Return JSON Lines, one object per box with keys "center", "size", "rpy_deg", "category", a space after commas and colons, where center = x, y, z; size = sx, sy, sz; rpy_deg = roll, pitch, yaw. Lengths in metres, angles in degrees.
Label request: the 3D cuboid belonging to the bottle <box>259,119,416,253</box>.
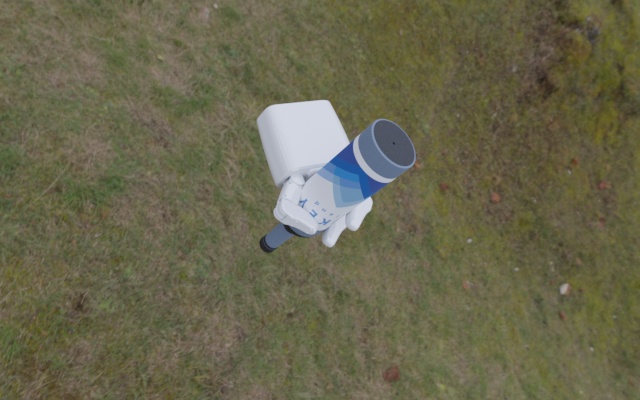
{"center": [0.000, 0.002, 0.640], "size": [0.069, 0.069, 0.296], "rpy_deg": [0, -27, -40], "category": "bottle"}
